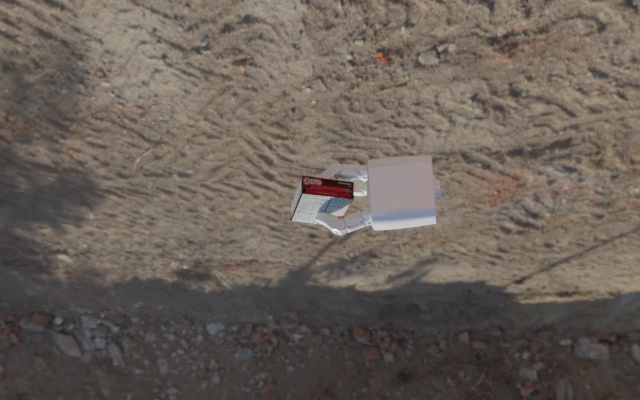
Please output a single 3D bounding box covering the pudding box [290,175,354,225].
[{"bbox_3d":[0.000,0.003,0.823,0.090,0.039,0.113,8,-31,-11],"label":"pudding box"}]
